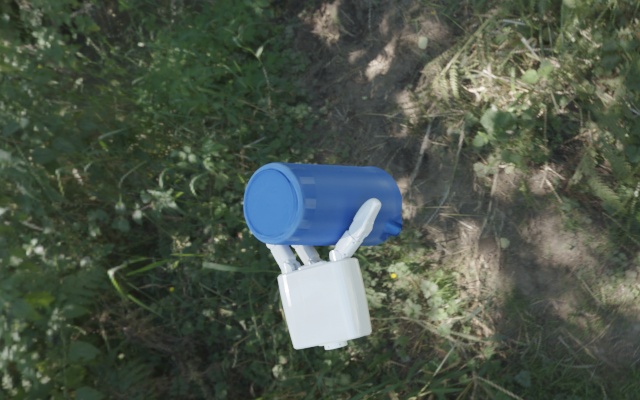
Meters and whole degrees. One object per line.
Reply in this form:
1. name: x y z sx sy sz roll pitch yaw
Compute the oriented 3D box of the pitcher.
1. pitcher: 0.000 0.003 0.713 0.149 0.145 0.243 -19 -13 36
